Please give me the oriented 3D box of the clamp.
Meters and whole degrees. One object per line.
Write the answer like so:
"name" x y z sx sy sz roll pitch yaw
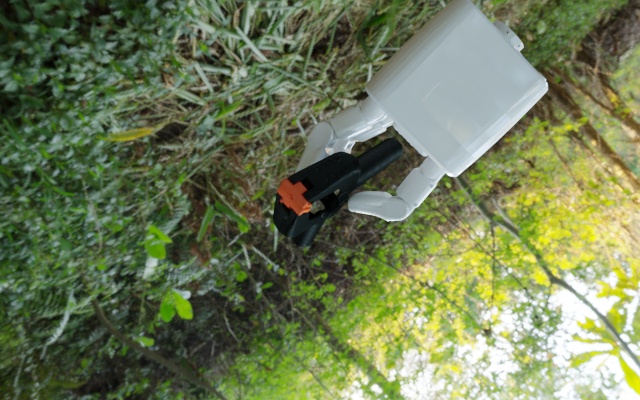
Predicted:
"clamp" 0.001 0.002 0.462 0.164 0.036 0.210 -47 -10 19
